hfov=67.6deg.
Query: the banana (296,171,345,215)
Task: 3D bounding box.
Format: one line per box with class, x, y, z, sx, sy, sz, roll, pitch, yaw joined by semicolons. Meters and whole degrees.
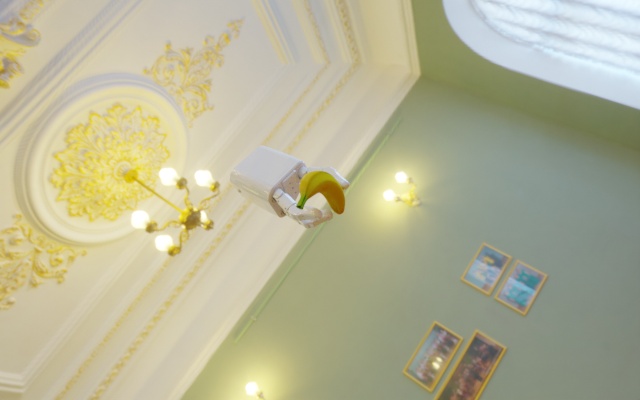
banana;0.005;-0.015;0.836;0.037;0.069;0.198;21;4;24
